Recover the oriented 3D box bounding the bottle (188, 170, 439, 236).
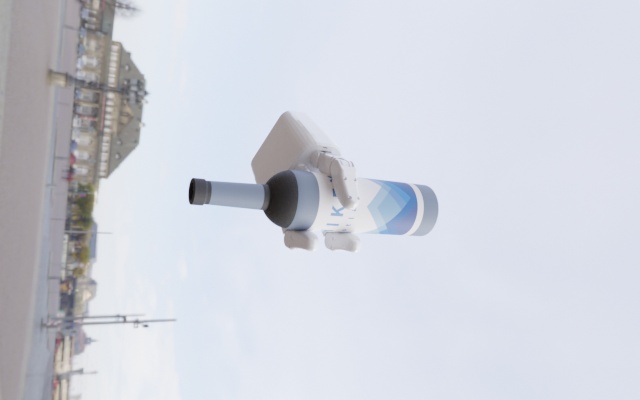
[{"bbox_3d":[0.000,0.002,0.547,0.296,0.069,0.069,5,-2,-27],"label":"bottle"}]
